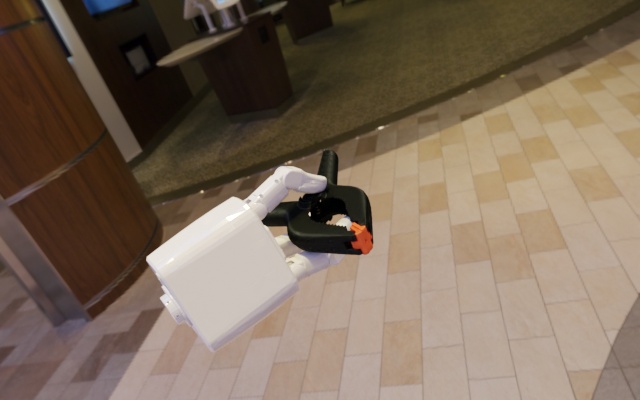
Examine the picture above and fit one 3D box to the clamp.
[{"bbox_3d":[0.000,0.001,0.537,0.164,0.036,0.210,-37,32,-21],"label":"clamp"}]
